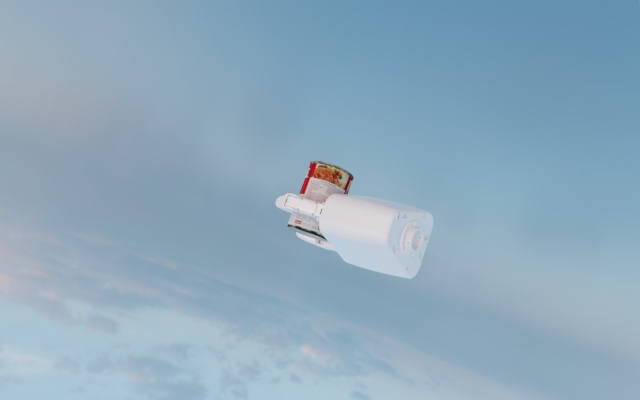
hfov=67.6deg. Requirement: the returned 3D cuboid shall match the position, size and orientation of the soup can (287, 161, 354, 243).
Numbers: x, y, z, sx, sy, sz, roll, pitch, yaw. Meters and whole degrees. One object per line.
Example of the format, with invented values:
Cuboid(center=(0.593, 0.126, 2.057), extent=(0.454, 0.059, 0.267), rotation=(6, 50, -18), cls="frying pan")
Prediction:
Cuboid(center=(0.000, 0.002, 0.691), extent=(0.068, 0.102, 0.068), rotation=(19, -9, 3), cls="soup can")
